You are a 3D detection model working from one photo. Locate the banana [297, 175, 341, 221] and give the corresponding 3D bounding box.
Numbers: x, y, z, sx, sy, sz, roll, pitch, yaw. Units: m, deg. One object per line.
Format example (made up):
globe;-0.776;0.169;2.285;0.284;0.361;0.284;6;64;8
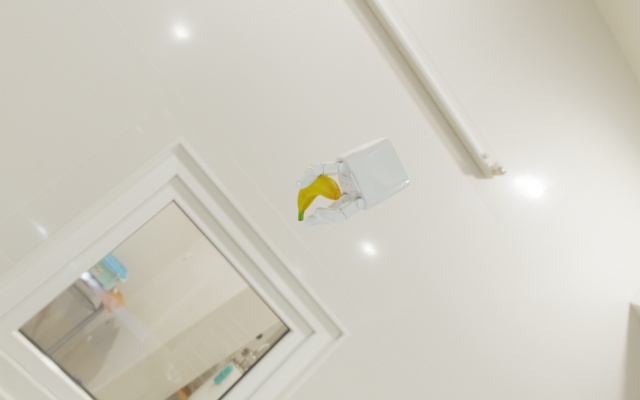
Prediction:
banana;-0.006;-0.014;0.905;0.037;0.069;0.198;-12;-10;-23
